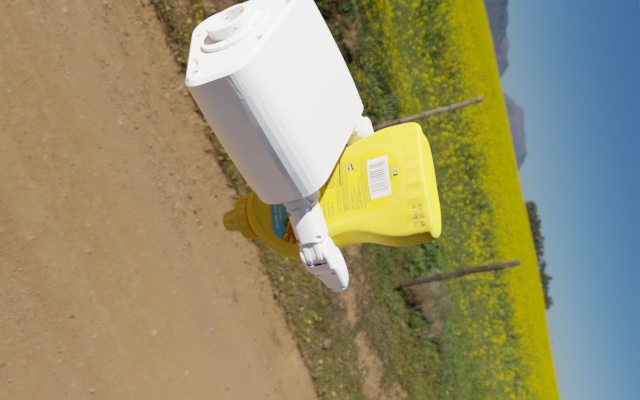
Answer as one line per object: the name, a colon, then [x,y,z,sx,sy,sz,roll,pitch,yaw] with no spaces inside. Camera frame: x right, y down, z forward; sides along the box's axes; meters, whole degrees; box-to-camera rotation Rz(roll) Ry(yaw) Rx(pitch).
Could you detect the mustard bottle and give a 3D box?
mustard bottle: [0.000,0.001,0.409,0.191,0.096,0.058,-12,-22,21]
